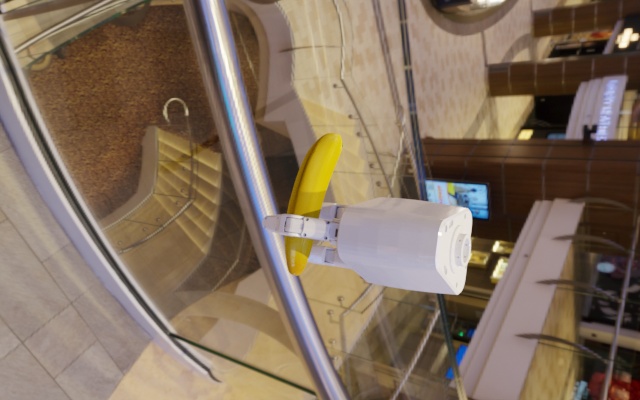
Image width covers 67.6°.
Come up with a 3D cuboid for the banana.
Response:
[{"bbox_3d":[-0.006,-0.011,0.564,0.037,0.197,0.070,4,-31,28],"label":"banana"}]
